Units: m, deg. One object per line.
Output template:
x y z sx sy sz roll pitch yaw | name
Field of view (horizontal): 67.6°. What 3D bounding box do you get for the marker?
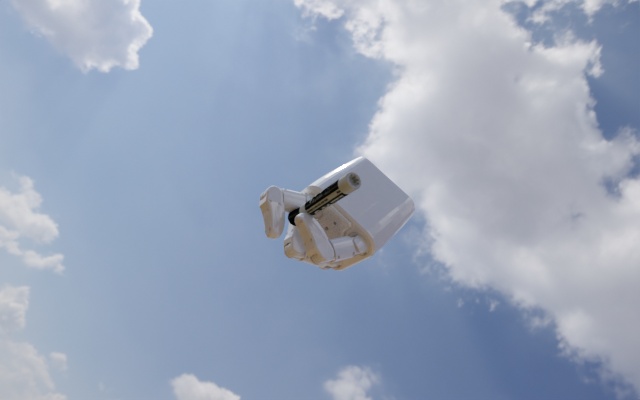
0.000 0.002 0.514 0.020 0.020 0.121 0 -21 -36 | marker
